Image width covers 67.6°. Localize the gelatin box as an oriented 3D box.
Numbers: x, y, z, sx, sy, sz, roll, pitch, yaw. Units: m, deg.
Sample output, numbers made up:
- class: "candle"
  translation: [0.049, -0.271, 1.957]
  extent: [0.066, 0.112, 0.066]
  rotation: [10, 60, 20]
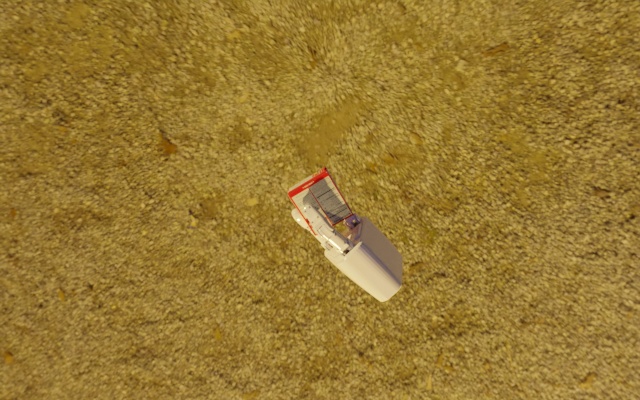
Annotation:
- class: "gelatin box"
  translation: [0.000, 0.002, 0.771]
  extent: [0.073, 0.089, 0.030]
  rotation: [-30, 20, 7]
